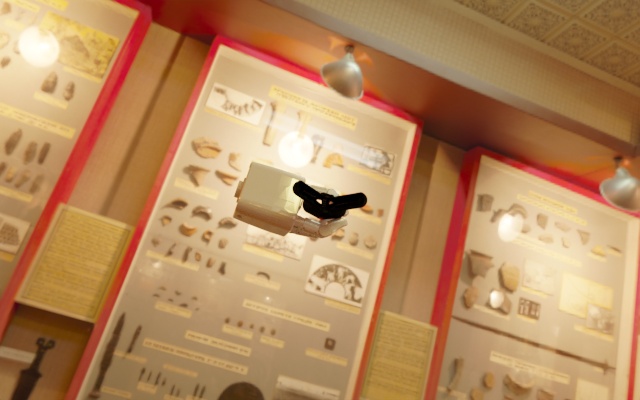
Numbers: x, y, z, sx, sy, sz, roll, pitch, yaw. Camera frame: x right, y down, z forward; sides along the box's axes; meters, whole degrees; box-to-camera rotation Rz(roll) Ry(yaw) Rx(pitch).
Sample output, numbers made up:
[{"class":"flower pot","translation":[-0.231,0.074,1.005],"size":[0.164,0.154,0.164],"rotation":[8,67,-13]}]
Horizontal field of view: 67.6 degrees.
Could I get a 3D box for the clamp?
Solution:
[{"class":"clamp","translation":[0.000,0.002,0.823],"size":[0.120,0.039,0.171],"rotation":[19,-17,-9]}]
